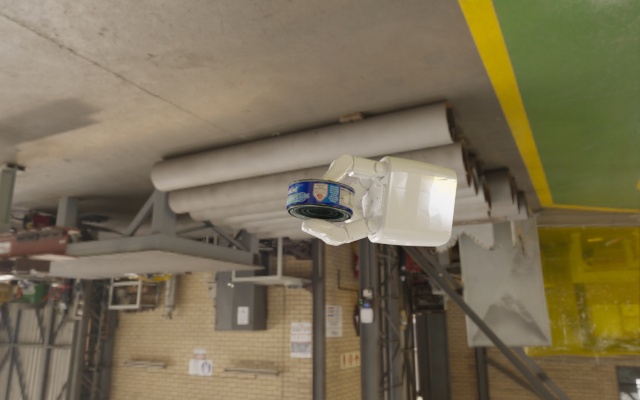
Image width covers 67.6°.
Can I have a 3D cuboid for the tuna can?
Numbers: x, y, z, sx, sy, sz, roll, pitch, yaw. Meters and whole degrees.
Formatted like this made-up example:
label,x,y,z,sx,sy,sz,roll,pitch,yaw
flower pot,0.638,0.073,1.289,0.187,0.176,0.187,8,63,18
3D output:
label,x,y,z,sx,sy,sz,roll,pitch,yaw
tuna can,0.000,0.003,0.602,0.086,0.033,0.086,5,-16,1
